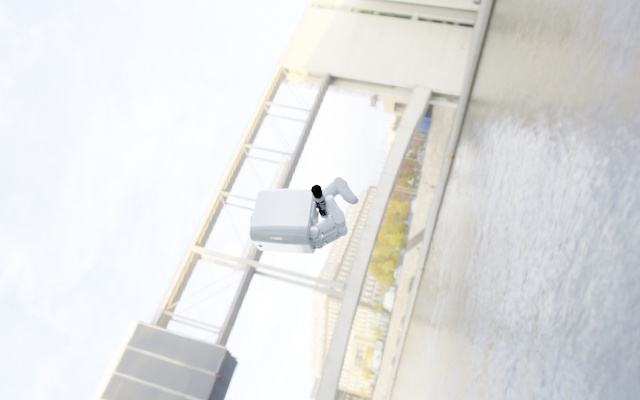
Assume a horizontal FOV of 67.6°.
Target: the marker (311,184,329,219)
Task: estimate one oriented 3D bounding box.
[{"bbox_3d":[0.000,0.003,0.832,0.020,0.020,0.121,0,-22,8],"label":"marker"}]
